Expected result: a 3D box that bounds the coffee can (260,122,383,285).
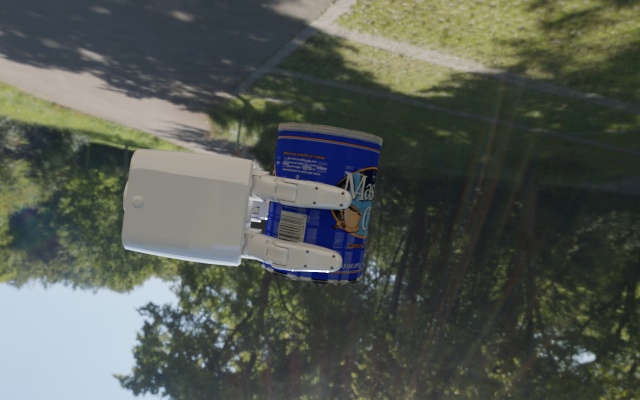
[{"bbox_3d":[0.000,0.001,0.472,0.103,0.140,0.103,8,3,0],"label":"coffee can"}]
